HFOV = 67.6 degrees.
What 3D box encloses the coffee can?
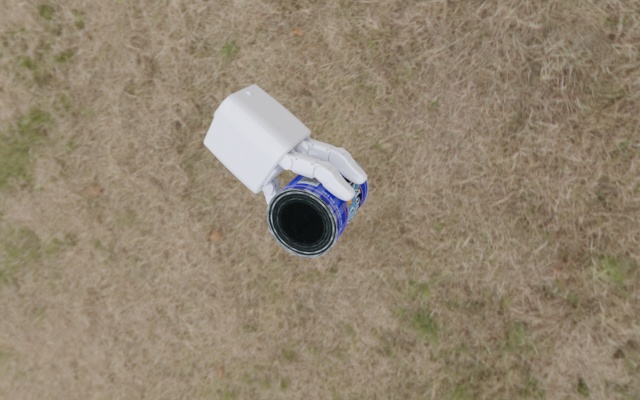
[{"bbox_3d":[0.000,0.002,0.680,0.103,0.103,0.140,0,25,24],"label":"coffee can"}]
